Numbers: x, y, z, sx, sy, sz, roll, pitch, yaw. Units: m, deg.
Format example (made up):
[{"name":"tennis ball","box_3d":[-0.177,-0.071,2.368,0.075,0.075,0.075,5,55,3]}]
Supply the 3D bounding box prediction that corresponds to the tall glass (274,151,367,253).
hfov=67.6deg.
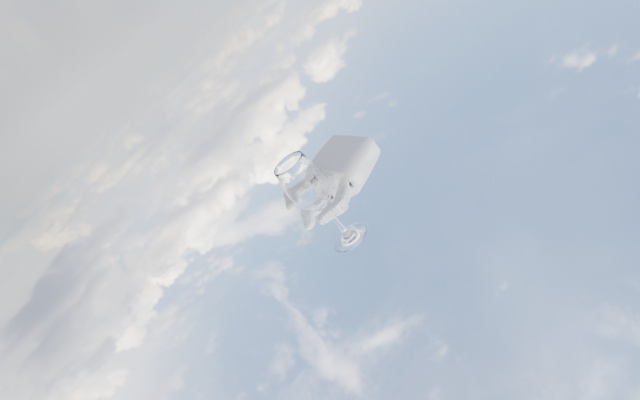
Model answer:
[{"name":"tall glass","box_3d":[0.001,0.003,0.872,0.079,0.079,0.201,0,-43,52]}]
